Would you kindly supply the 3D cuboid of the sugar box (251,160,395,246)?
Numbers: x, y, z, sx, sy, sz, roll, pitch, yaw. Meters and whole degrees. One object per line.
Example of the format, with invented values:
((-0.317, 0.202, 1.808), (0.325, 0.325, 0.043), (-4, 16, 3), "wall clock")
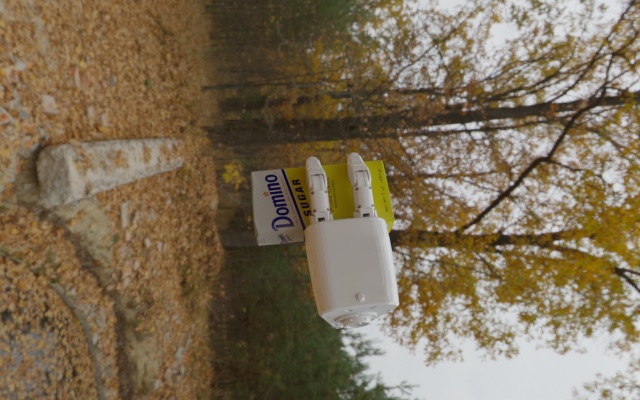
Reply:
((0.000, 0.002, 0.624), (0.176, 0.093, 0.048), (-5, -26, -7), "sugar box")
